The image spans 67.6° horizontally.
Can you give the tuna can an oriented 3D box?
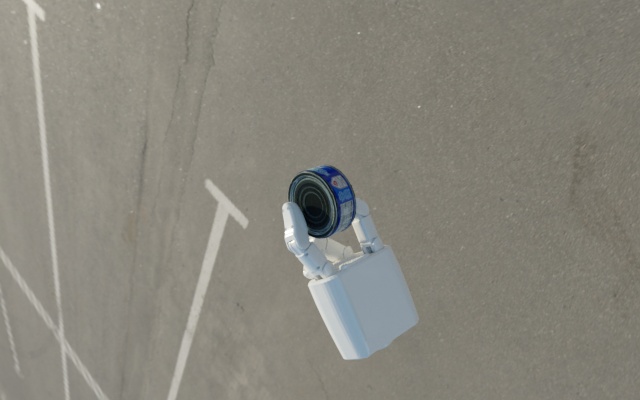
[{"bbox_3d":[0.000,0.002,0.574,0.086,0.086,0.033,0,15,46],"label":"tuna can"}]
